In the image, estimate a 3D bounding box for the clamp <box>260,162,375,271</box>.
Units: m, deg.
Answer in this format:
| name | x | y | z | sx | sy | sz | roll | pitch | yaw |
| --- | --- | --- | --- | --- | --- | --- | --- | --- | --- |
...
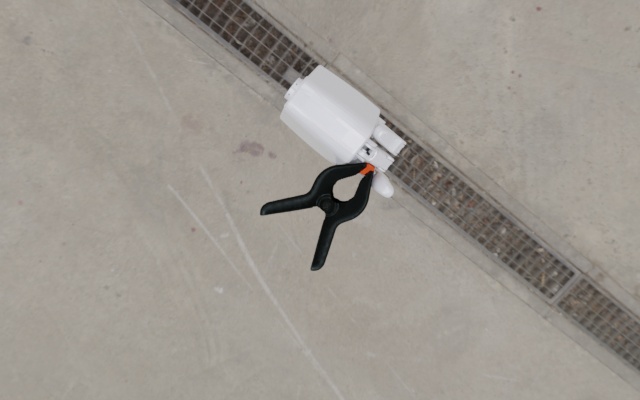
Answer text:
| name | x | y | z | sx | sy | sz | roll | pitch | yaw |
| --- | --- | --- | --- | --- | --- | --- | --- | --- | --- |
| clamp | 0.000 | 0.002 | 0.663 | 0.120 | 0.171 | 0.039 | 38 | 10 | -5 |
